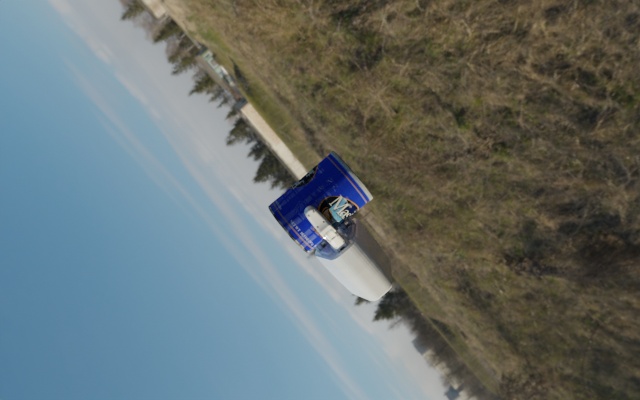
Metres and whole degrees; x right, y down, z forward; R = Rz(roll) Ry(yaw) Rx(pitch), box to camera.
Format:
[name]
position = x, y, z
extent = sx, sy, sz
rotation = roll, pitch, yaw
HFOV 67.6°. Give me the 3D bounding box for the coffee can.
[coffee can]
position = 0.000, 0.002, 0.785
extent = 0.140, 0.103, 0.103
rotation = -41, -1, 1
